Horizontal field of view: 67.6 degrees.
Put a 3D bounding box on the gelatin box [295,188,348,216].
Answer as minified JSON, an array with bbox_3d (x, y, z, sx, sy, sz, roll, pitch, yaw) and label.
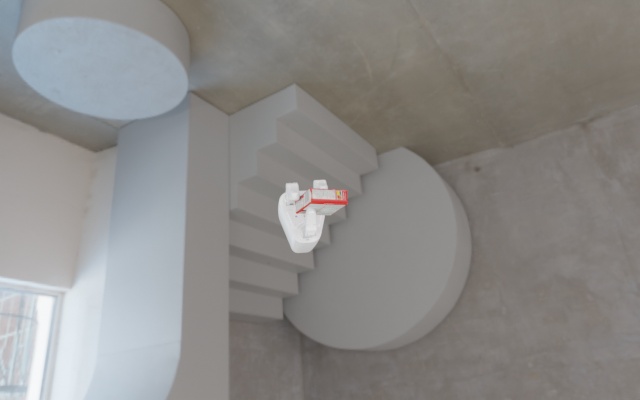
[{"bbox_3d":[0.000,0.003,0.889,0.073,0.030,0.089,3,-16,-21],"label":"gelatin box"}]
